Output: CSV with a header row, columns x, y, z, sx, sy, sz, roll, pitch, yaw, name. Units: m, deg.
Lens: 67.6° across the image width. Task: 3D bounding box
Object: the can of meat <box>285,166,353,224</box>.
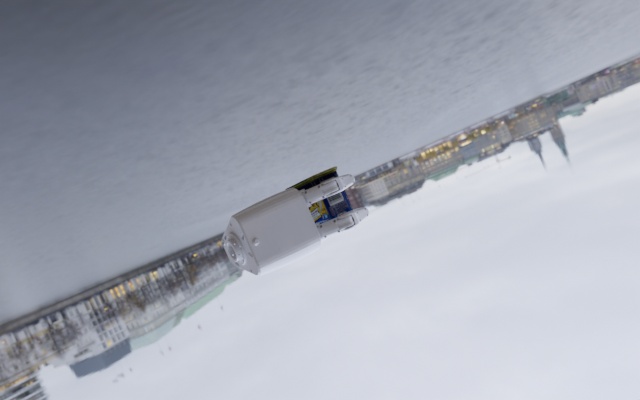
x,y,z,sx,sy,sz,roll,pitch,yaw,name
0.000,0.003,0.754,0.057,0.084,0.102,-24,1,-34,can of meat
